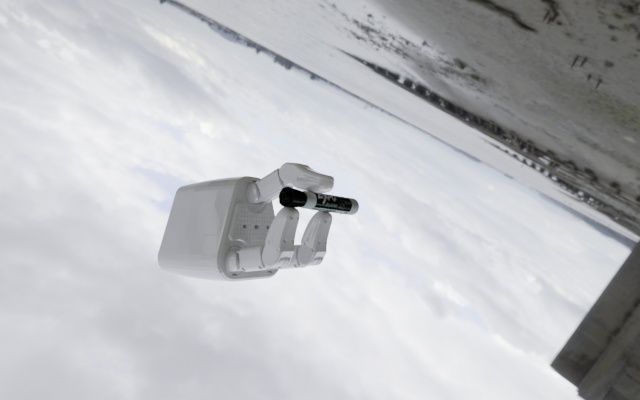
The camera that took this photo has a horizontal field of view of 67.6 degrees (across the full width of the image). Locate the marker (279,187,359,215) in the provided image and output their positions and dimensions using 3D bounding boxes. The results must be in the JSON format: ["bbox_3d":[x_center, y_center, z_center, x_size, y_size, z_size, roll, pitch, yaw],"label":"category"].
[{"bbox_3d":[0.000,0.002,0.479,0.020,0.020,0.121,0,-5,36],"label":"marker"}]
